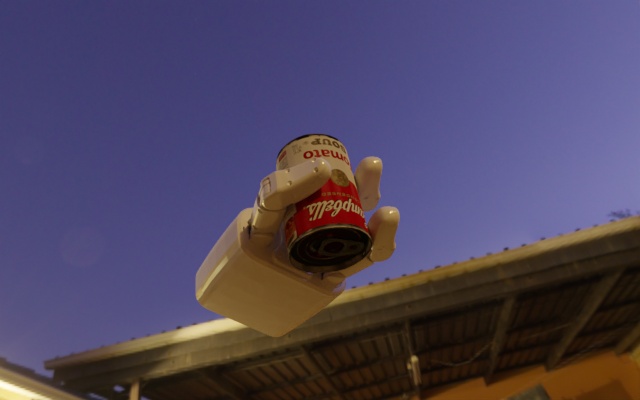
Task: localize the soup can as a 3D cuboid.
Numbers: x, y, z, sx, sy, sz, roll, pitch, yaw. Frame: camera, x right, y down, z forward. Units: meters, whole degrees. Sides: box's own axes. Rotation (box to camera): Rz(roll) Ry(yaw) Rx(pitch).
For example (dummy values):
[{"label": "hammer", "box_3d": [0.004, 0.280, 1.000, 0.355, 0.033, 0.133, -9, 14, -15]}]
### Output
[{"label": "soup can", "box_3d": [0.000, 0.001, 0.409, 0.068, 0.102, 0.069, -7, -37, -6]}]
